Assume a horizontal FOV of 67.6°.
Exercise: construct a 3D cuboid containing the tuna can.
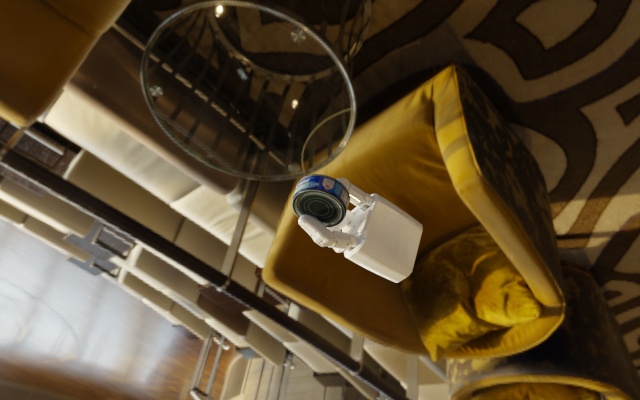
[{"bbox_3d":[0.000,0.003,0.725,0.086,0.033,0.086,10,-42,9],"label":"tuna can"}]
